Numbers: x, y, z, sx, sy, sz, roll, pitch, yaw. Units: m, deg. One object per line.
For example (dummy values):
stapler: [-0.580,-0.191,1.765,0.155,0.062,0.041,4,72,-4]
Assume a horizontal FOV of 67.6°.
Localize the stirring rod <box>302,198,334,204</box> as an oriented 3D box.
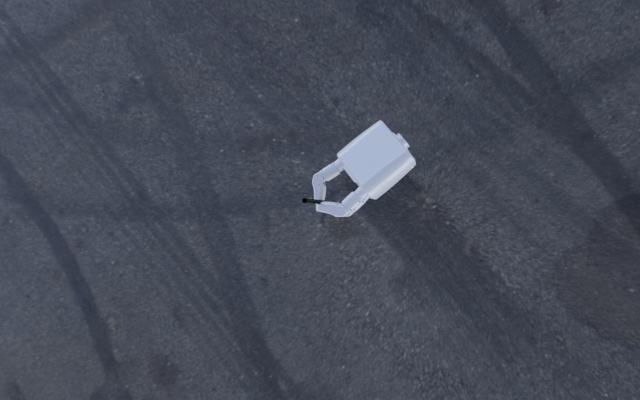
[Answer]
stirring rod: [0.000,0.003,0.895,0.011,0.011,0.239,0,-1,13]
